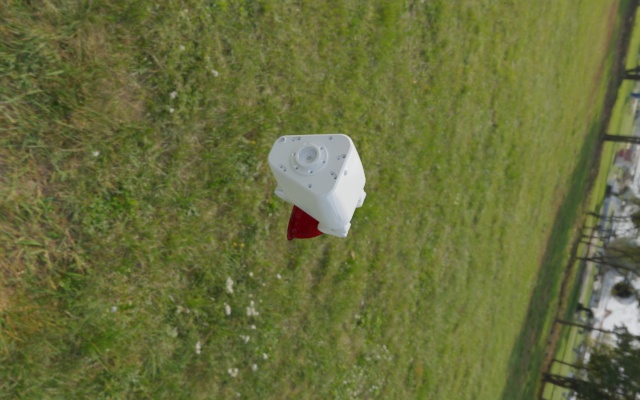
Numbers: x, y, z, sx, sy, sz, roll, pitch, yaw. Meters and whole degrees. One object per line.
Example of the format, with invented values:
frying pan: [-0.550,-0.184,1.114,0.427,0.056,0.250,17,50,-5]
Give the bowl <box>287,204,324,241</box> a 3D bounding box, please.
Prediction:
bowl: [0.001,0.003,0.807,0.055,0.162,0.162,22,3,7]
